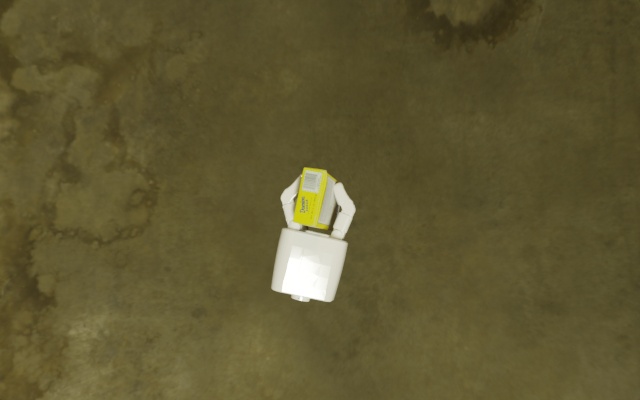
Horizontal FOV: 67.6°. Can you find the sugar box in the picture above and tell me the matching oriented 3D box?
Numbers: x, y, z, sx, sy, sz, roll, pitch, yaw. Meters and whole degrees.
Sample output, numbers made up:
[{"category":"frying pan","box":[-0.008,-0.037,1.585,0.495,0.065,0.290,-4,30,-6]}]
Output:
[{"category":"sugar box","box":[0.000,0.003,0.841,0.048,0.093,0.176,12,-4,10]}]
